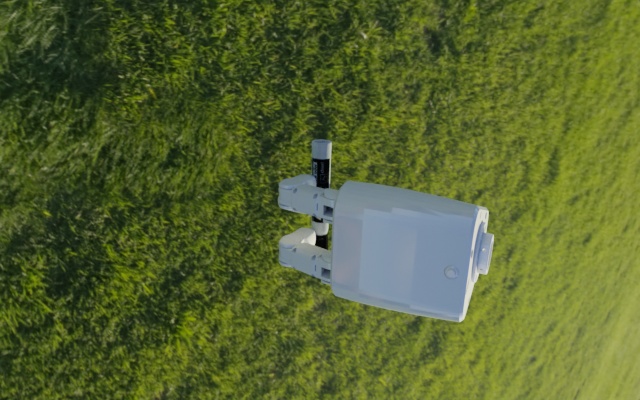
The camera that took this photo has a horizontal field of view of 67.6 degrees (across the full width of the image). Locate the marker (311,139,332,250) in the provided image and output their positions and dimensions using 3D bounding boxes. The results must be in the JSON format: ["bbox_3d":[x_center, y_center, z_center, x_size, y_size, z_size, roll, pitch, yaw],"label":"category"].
[{"bbox_3d":[0.000,0.002,0.467,0.020,0.121,0.020,1,18,0],"label":"marker"}]
